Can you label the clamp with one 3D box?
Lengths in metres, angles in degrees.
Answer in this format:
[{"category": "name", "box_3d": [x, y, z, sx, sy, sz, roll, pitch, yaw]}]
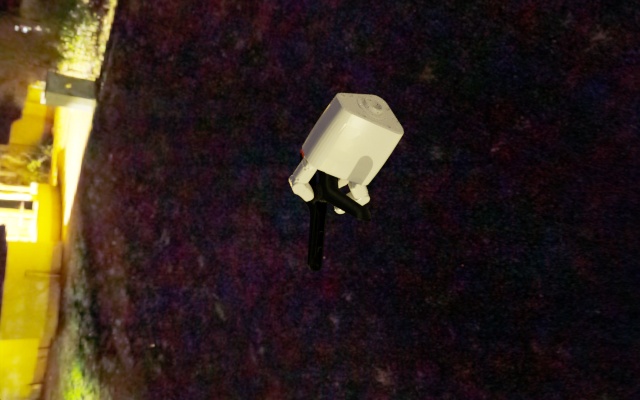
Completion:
[{"category": "clamp", "box_3d": [-0.001, 0.002, 0.797, 0.036, 0.209, 0.165, 7, -46, -34]}]
